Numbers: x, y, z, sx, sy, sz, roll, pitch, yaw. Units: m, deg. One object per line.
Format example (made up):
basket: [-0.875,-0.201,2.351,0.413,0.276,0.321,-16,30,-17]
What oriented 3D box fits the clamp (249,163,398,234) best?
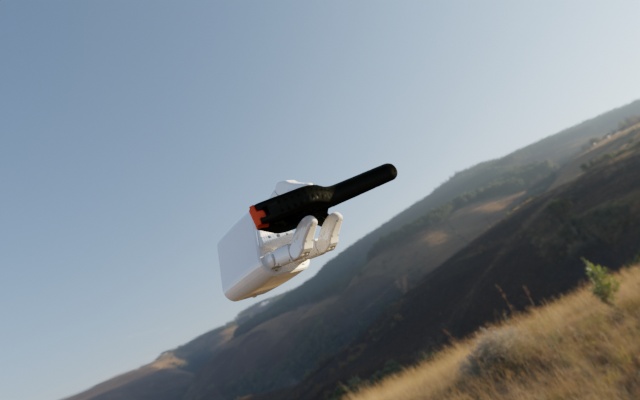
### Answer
clamp: [-0.001,0.002,0.640,0.210,0.036,0.165,-6,-28,-50]
